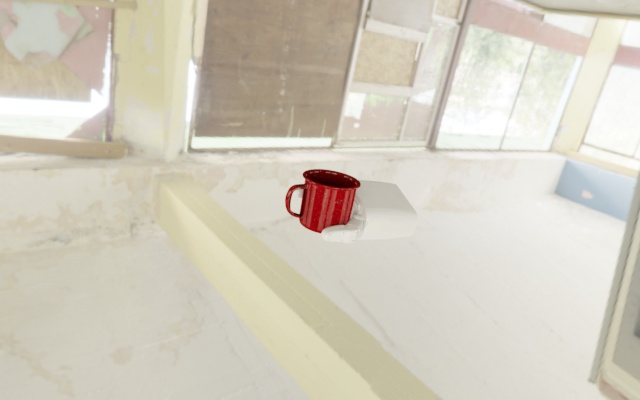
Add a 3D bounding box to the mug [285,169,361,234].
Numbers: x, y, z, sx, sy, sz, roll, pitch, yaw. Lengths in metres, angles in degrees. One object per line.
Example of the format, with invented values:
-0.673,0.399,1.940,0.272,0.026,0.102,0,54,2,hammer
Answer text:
-0.001,0.003,0.755,0.117,0.081,0.093,1,22,-26,mug
